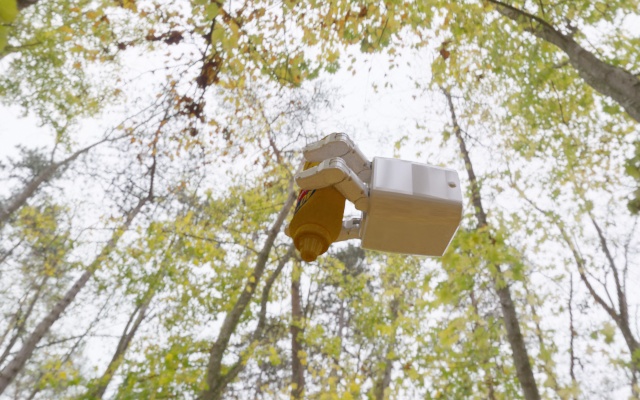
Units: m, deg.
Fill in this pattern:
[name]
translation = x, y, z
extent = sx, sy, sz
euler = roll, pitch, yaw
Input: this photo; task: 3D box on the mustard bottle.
[mustard bottle]
translation = 0.000, 0.002, 0.587
extent = 0.058, 0.096, 0.191
euler = 27, 38, -13
